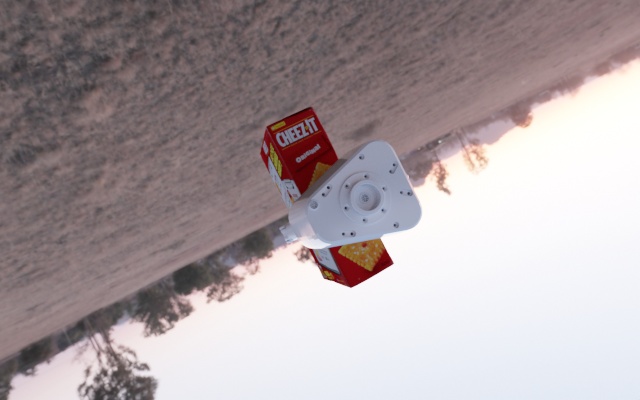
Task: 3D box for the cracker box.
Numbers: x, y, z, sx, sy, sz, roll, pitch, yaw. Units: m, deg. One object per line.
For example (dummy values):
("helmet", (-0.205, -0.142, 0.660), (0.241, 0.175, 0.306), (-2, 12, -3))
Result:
("cracker box", (0.000, 0.002, 0.634), (0.072, 0.213, 0.164), (-27, 0, -11))
